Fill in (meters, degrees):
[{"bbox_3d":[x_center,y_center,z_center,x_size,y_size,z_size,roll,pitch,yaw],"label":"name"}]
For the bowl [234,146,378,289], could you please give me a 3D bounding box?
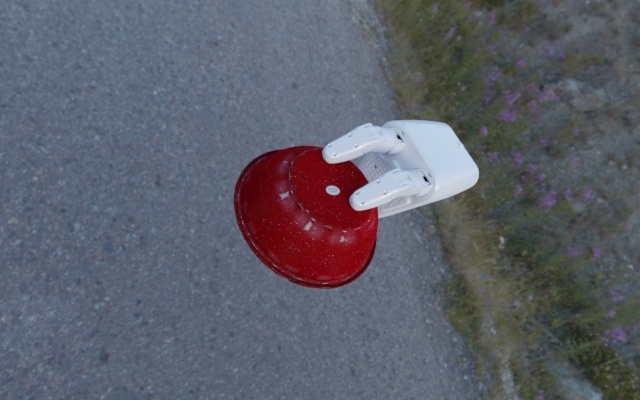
[{"bbox_3d":[-0.001,0.002,0.468,0.162,0.162,0.055,0,-30,-32],"label":"bowl"}]
